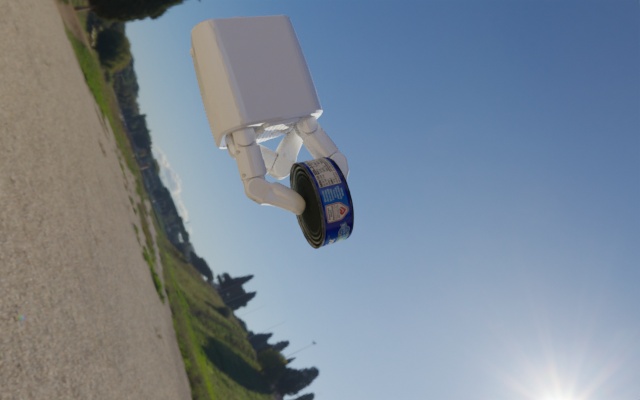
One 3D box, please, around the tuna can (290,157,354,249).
[{"bbox_3d":[0.001,0.001,0.466,0.034,0.086,0.086,-15,5,-18],"label":"tuna can"}]
